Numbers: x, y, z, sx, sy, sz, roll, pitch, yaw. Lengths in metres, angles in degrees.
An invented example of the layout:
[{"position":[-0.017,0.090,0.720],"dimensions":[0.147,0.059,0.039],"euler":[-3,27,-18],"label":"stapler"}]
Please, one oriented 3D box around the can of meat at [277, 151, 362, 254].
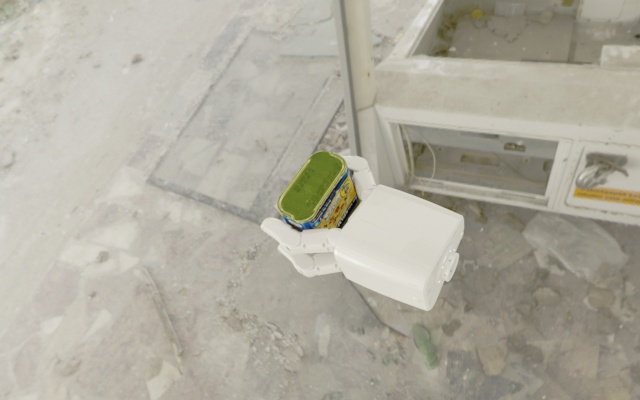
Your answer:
[{"position":[0.000,0.002,0.578],"dimensions":[0.057,0.102,0.084],"euler":[25,-21,27],"label":"can of meat"}]
